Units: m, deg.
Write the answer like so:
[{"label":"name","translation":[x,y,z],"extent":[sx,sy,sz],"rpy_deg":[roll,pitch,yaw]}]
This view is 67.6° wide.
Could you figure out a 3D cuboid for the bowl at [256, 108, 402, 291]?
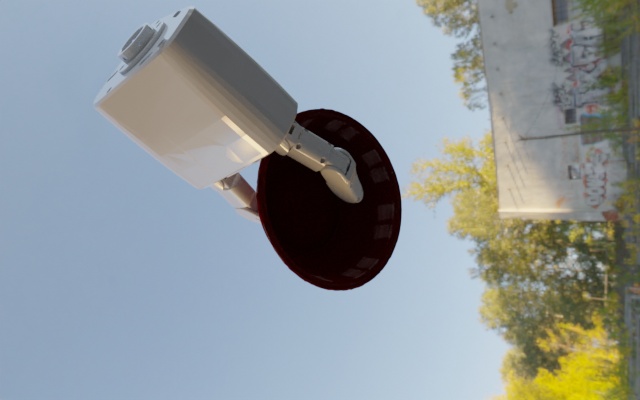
[{"label":"bowl","translation":[0.001,0.002,0.440],"extent":[0.162,0.162,0.055],"rpy_deg":[0,-9,-37]}]
